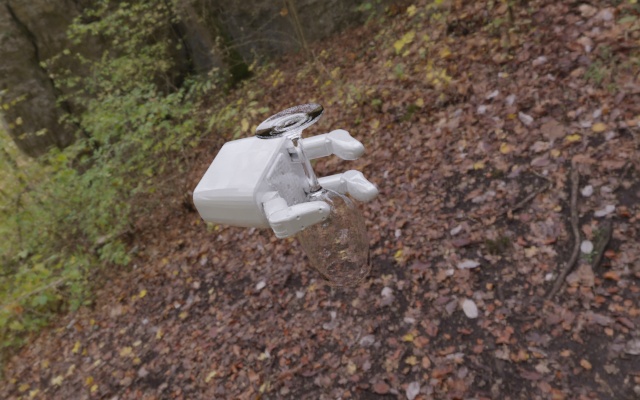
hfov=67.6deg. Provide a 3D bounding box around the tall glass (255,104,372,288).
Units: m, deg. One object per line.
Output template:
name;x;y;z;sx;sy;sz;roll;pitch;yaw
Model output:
tall glass;0.000;0.001;0.523;0.079;0.201;0.079;-17;28;9
